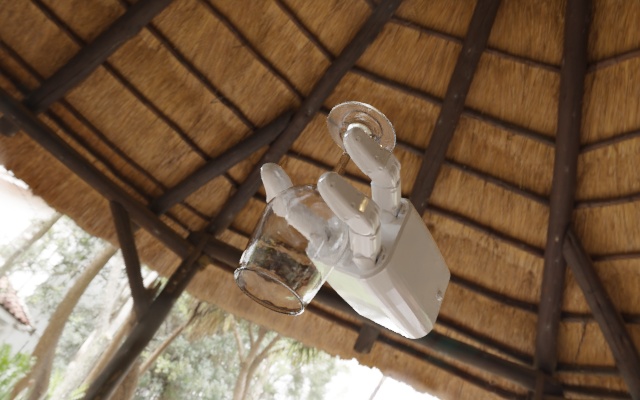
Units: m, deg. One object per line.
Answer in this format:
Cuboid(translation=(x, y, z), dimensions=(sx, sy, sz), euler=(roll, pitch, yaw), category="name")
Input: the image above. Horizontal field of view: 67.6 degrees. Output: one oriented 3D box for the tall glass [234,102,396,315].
Cuboid(translation=(0.000, 0.001, 0.429), dimensions=(0.079, 0.201, 0.079), euler=(20, -36, 15), category="tall glass")
